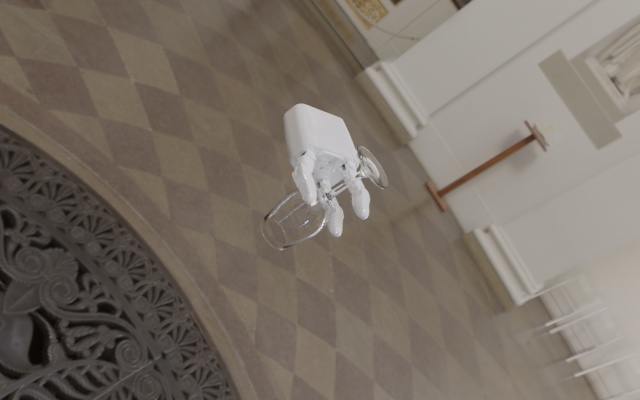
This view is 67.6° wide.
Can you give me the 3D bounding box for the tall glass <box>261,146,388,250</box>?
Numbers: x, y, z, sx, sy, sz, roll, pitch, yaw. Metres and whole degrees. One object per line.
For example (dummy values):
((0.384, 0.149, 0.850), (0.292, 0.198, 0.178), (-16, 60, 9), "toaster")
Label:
((0.001, 0.002, 0.727), (0.201, 0.079, 0.079), (-34, -16, 25), "tall glass")
